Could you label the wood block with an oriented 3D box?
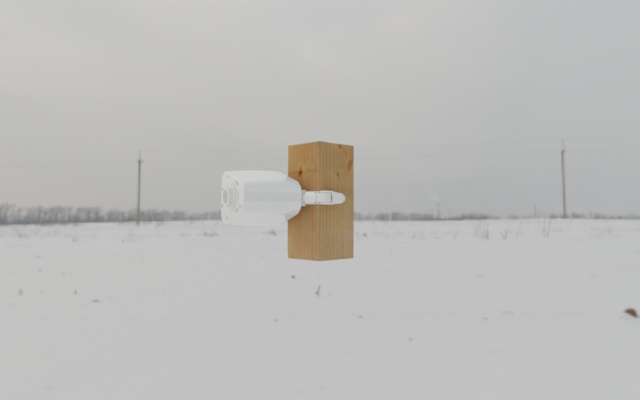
[{"bbox_3d":[0.000,0.003,0.872,0.090,0.206,0.091,2,-2,-44],"label":"wood block"}]
